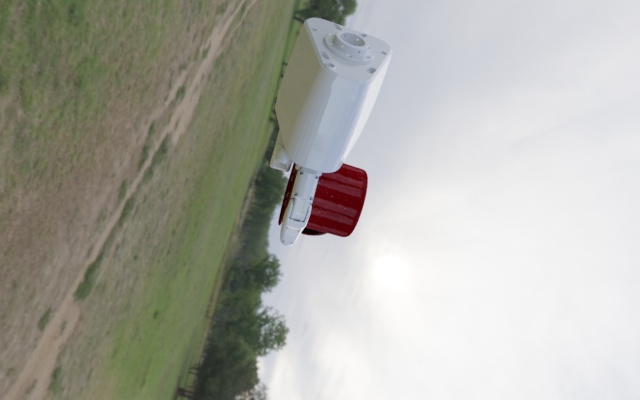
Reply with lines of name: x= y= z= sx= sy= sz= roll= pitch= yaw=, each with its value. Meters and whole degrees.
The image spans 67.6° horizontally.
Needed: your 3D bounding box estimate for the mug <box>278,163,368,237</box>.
mug: x=0.000 y=0.003 z=0.549 sx=0.081 sy=0.117 sz=0.093 roll=16 pitch=43 yaw=-7
